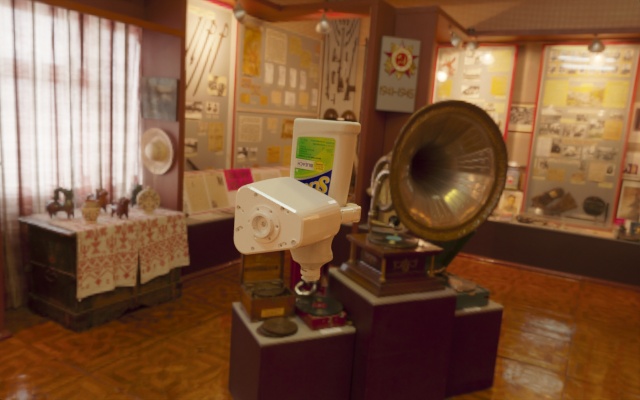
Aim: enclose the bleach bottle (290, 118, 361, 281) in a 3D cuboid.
[{"bbox_3d":[0.000,0.002,0.741,0.102,0.251,0.068,9,10,26],"label":"bleach bottle"}]
